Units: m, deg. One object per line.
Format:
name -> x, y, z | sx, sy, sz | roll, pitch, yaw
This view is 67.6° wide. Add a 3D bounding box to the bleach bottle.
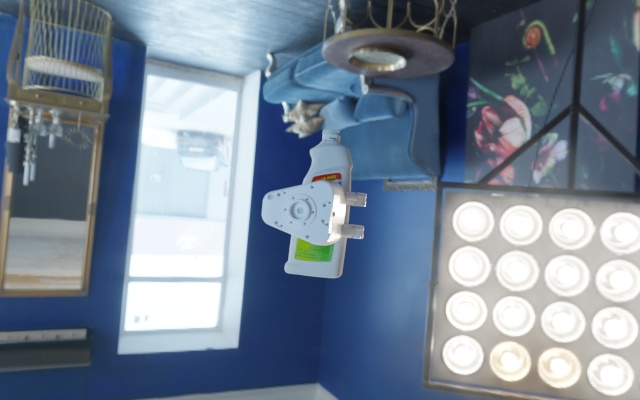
bleach bottle -> 0.000, 0.003, 0.828 | 0.102, 0.251, 0.068 | 5, -1, 10
